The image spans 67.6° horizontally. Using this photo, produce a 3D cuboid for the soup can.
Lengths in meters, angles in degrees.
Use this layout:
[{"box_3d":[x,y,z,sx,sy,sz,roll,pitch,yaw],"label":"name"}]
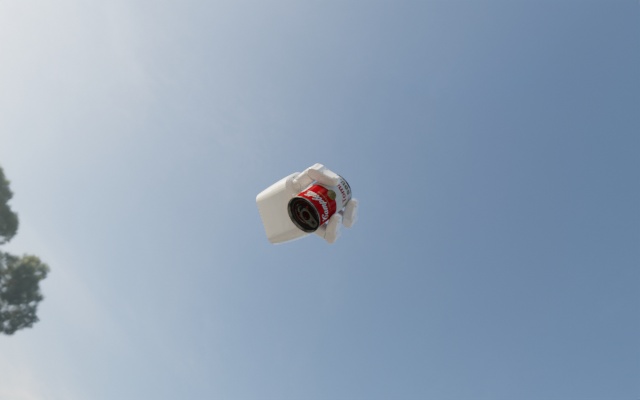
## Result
[{"box_3d":[0.001,0.002,0.831,0.068,0.068,0.102,0,25,40],"label":"soup can"}]
